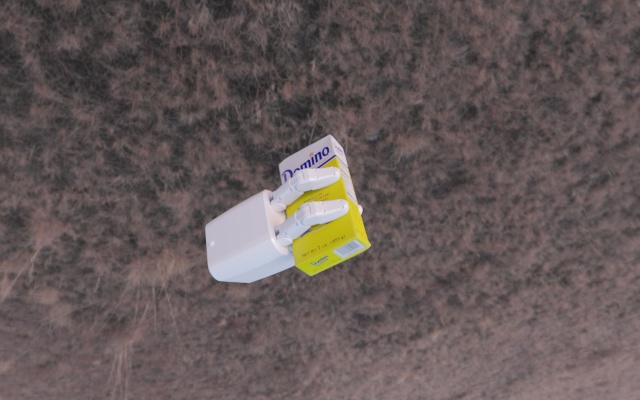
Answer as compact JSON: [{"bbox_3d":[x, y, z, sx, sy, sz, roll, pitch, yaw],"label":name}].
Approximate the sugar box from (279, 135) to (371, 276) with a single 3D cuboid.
[{"bbox_3d":[0.000,0.002,0.644,0.093,0.176,0.048,-27,-37,18],"label":"sugar box"}]
